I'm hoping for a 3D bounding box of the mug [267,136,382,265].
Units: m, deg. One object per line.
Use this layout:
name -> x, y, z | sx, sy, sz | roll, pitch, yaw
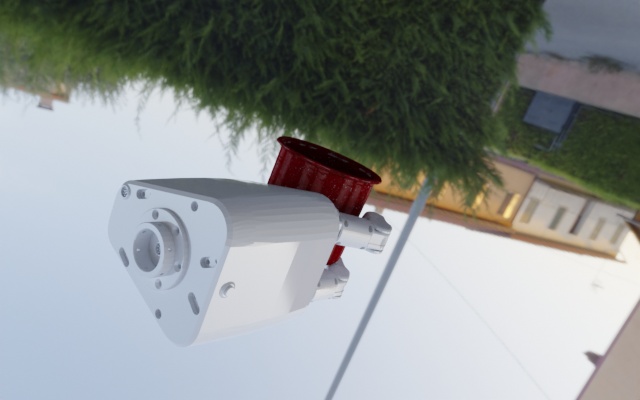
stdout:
mug -> 0.001, 0.002, 0.414 | 0.093, 0.081, 0.117 | 31, 16, 31
